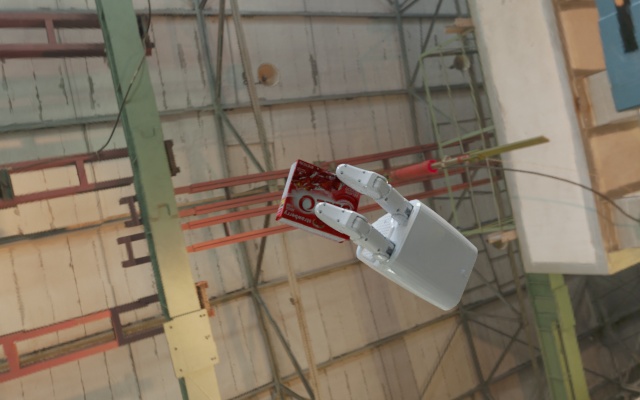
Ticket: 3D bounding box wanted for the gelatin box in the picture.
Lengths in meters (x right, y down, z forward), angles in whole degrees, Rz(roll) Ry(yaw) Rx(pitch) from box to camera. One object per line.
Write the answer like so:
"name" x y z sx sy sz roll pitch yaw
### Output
"gelatin box" 0.000 0.002 0.562 0.089 0.073 0.030 21 -17 -15
